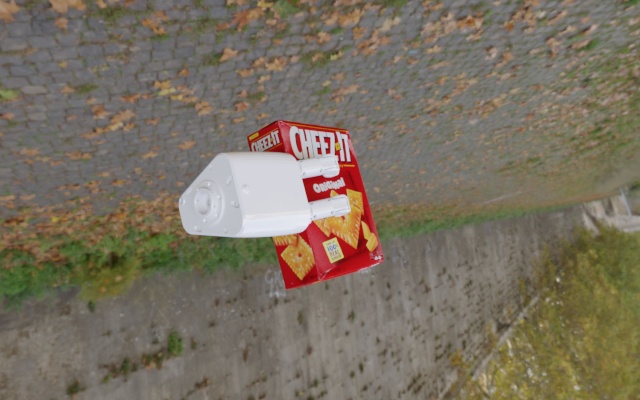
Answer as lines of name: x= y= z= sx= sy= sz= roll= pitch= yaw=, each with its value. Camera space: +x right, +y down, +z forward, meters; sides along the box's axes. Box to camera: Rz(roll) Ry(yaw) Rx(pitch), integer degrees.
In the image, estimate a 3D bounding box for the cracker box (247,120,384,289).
cracker box: x=0.000 y=0.002 z=0.673 sx=0.072 sy=0.213 sz=0.164 roll=-21 pitch=-10 yaw=36
